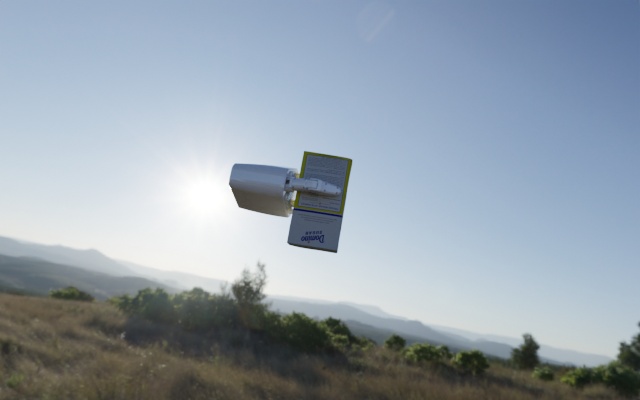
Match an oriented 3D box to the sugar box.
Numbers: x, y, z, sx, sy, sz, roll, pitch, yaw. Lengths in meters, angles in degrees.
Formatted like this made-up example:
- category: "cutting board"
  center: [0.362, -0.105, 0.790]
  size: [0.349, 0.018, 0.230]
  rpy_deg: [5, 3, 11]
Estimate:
- category: "sugar box"
  center: [0.000, 0.003, 0.880]
  size: [0.093, 0.176, 0.048]
  rpy_deg: [9, -11, 6]
